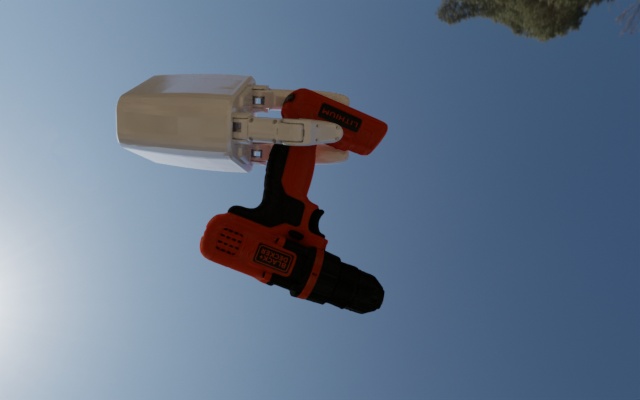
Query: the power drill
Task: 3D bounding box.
[{"bbox_3d":[0.000,0.001,0.464,0.184,0.187,0.057,22,-10,-11],"label":"power drill"}]
